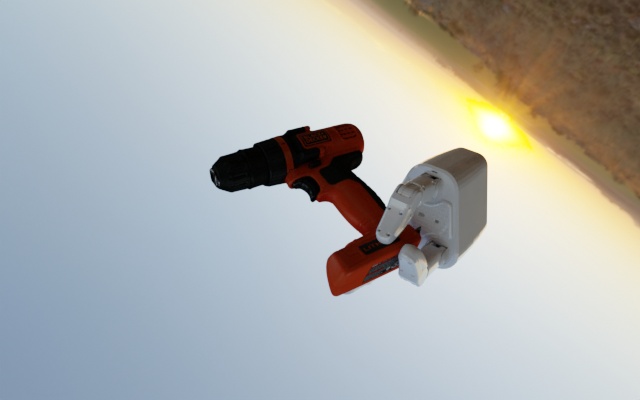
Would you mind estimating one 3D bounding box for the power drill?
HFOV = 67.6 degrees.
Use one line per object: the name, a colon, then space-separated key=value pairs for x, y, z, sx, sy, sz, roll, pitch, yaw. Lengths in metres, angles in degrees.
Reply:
power drill: x=0.001 y=0.002 z=0.498 sx=0.184 sy=0.187 sz=0.057 roll=-19 pitch=-29 yaw=-26
